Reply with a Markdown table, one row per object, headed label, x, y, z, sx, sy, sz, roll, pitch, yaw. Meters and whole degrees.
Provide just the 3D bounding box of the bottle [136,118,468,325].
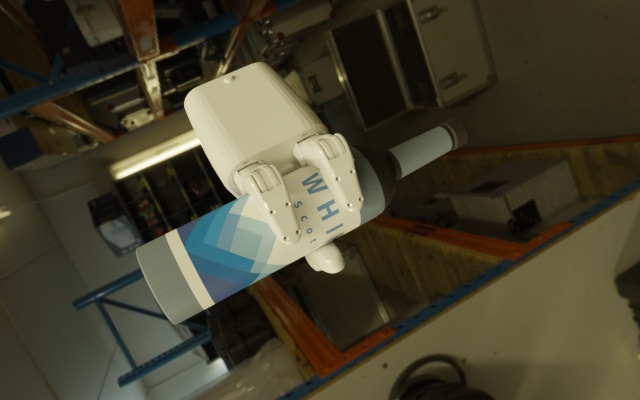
| label | x | y | z | sx | sy | sz | roll | pitch | yaw |
| --- | --- | --- | --- | --- | --- | --- | --- | --- | --- |
| bottle | 0.000 | 0.002 | 0.404 | 0.295 | 0.069 | 0.069 | -27 | 7 | -14 |
